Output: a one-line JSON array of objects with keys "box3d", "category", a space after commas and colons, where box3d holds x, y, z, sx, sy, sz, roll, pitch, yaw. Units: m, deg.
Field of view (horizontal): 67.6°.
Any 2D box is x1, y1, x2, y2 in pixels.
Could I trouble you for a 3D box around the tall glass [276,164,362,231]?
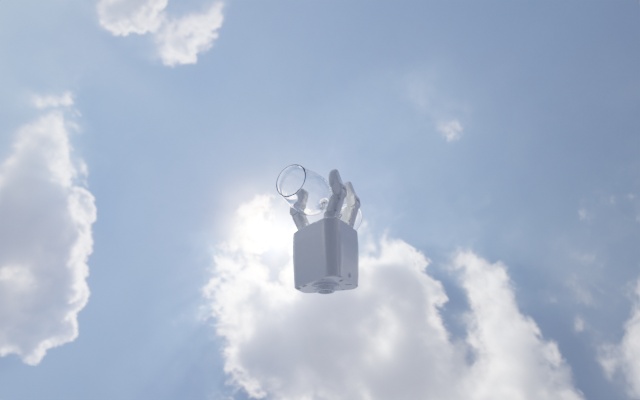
[{"box3d": [0.000, 0.003, 0.894, 0.079, 0.079, 0.201, 0, -23, 34], "category": "tall glass"}]
